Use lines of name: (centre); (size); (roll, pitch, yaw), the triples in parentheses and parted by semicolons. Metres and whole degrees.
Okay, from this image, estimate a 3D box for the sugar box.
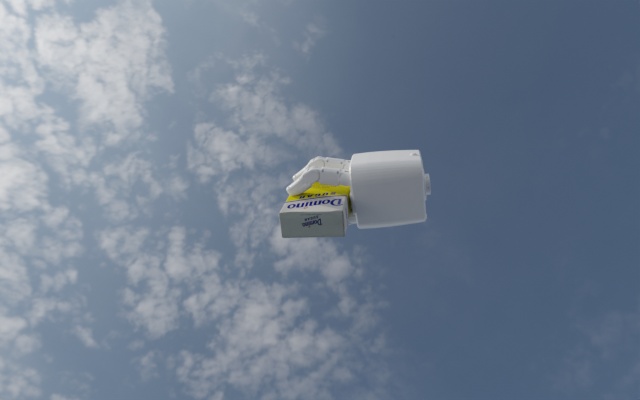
sugar box: (0.000, 0.002, 0.741); (0.093, 0.048, 0.176); (-2, 18, 9)
